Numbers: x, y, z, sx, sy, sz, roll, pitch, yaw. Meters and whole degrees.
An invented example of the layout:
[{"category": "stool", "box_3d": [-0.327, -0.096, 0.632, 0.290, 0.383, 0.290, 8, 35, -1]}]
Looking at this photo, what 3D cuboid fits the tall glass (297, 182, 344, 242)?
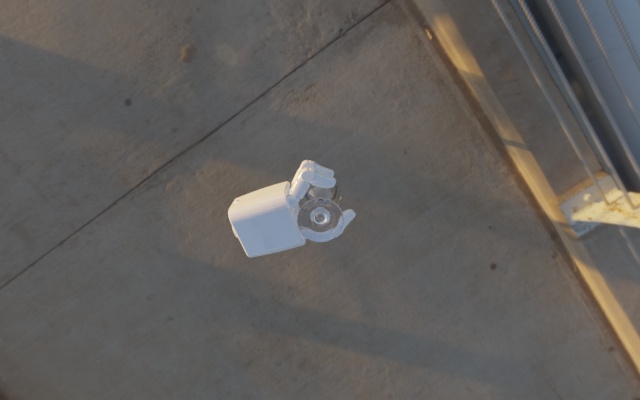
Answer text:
[{"category": "tall glass", "box_3d": [0.000, 0.003, 0.846, 0.079, 0.079, 0.201, 0, 17, 1]}]
